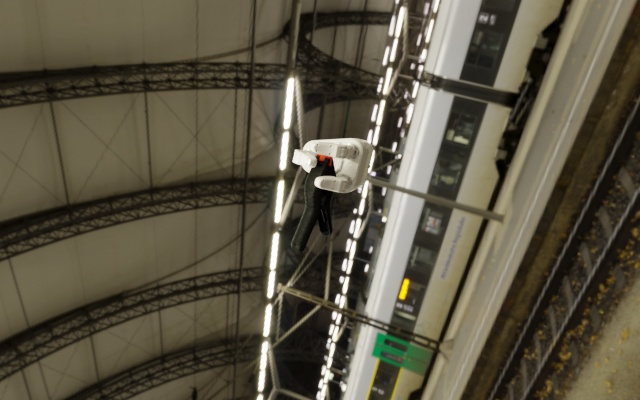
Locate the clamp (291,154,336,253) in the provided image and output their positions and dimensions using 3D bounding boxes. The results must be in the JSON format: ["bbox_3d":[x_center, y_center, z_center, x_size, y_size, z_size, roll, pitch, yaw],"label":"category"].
[{"bbox_3d":[0.000,0.002,0.838,0.039,0.171,0.120,18,11,19],"label":"clamp"}]
